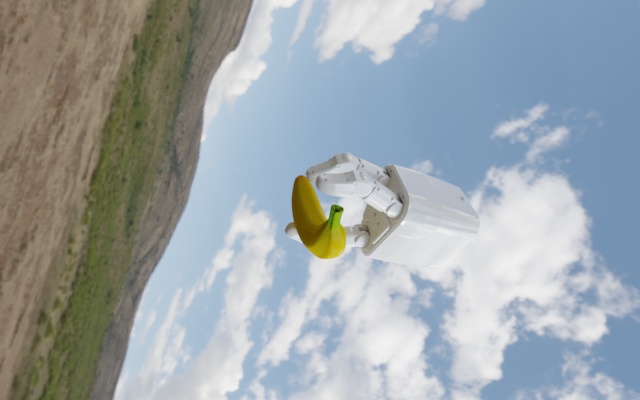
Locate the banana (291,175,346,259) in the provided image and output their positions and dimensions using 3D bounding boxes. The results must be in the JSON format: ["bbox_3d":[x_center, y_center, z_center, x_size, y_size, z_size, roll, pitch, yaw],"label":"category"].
[{"bbox_3d":[-0.003,0.020,0.525,0.037,0.069,0.197,10,9,-16],"label":"banana"}]
